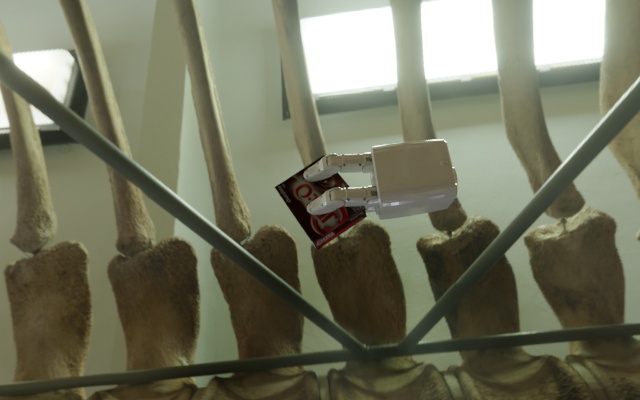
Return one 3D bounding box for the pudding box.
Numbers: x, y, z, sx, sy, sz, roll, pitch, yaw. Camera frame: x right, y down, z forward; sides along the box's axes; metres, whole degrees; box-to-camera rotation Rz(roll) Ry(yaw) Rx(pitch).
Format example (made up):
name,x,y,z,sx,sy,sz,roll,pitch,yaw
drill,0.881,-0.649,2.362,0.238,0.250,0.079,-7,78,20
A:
name,x,y,z,sx,sy,sz,roll,pitch,yaw
pudding box,0.000,0.002,0.699,0.090,0.113,0.039,-33,-29,-7
